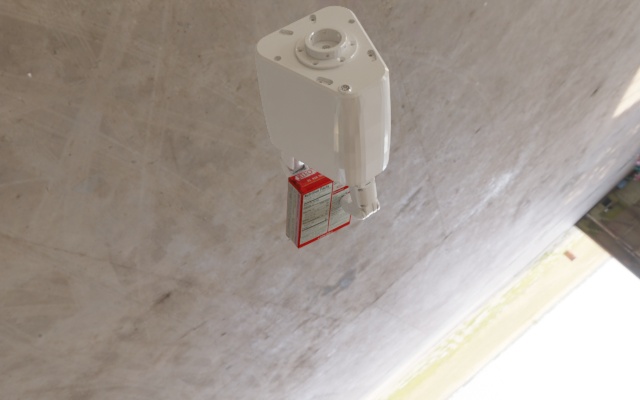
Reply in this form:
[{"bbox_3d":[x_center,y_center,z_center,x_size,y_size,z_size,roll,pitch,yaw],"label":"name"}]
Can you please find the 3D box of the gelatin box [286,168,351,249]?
[{"bbox_3d":[0.000,0.002,0.517,0.073,0.089,0.030,-24,51,-27],"label":"gelatin box"}]
